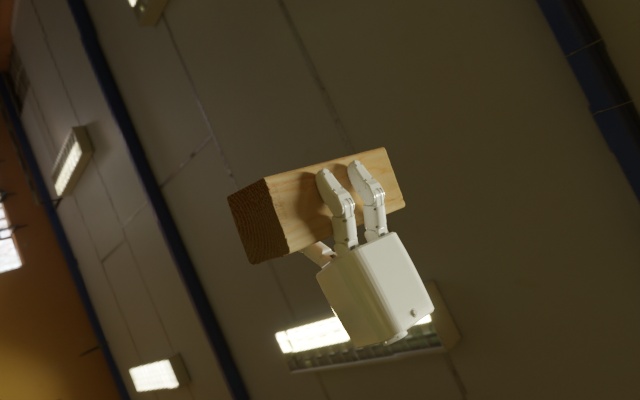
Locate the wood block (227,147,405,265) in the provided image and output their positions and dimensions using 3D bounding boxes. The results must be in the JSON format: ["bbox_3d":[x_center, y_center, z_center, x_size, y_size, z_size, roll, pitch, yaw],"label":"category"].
[{"bbox_3d":[0.000,0.002,0.612,0.206,0.090,0.091,-18,-3,-41],"label":"wood block"}]
